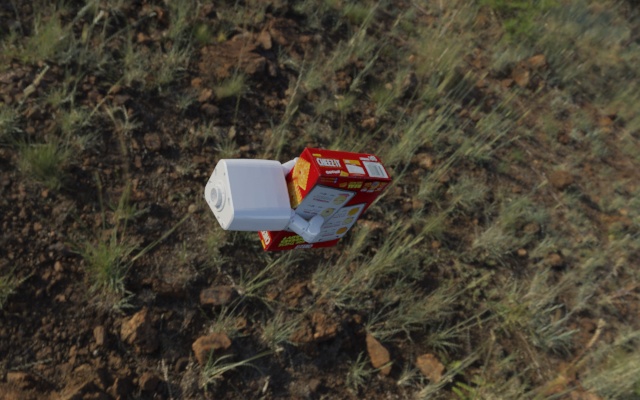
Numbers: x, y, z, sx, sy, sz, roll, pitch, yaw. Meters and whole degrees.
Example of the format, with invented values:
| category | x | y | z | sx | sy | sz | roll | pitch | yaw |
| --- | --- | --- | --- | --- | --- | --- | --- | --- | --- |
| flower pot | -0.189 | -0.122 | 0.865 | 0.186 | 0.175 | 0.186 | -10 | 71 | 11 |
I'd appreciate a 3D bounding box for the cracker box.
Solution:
| category | x | y | z | sx | sy | sz | roll | pitch | yaw |
| --- | --- | --- | --- | --- | --- | --- | --- | --- | --- |
| cracker box | 0.000 | 0.003 | 0.870 | 0.164 | 0.072 | 0.214 | 1 | -39 | -37 |
